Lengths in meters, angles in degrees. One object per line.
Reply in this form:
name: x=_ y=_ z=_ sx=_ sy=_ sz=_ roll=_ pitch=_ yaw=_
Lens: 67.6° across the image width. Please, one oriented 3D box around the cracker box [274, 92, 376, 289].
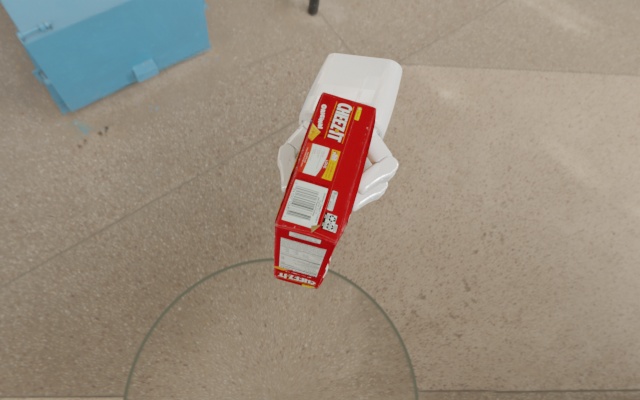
cracker box: x=0.000 y=0.002 z=0.577 sx=0.072 sy=0.164 sz=0.214 roll=17 pitch=-23 yaw=2
